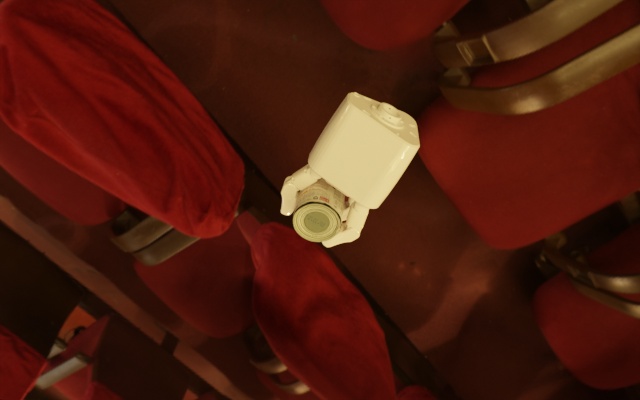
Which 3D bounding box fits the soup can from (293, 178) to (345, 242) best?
[{"bbox_3d":[0.000,0.003,0.680,0.068,0.068,0.102,0,34,7],"label":"soup can"}]
